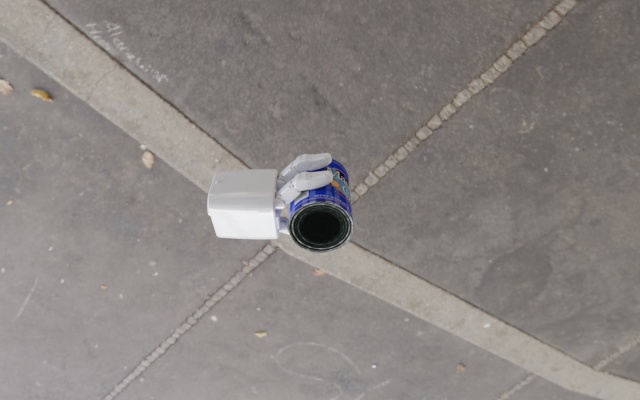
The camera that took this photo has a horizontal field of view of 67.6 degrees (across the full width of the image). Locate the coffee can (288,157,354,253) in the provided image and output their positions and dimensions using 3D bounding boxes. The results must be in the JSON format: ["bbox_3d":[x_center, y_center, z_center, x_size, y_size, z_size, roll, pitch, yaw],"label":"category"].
[{"bbox_3d":[0.000,0.003,0.796,0.103,0.103,0.140,0,36,-1],"label":"coffee can"}]
